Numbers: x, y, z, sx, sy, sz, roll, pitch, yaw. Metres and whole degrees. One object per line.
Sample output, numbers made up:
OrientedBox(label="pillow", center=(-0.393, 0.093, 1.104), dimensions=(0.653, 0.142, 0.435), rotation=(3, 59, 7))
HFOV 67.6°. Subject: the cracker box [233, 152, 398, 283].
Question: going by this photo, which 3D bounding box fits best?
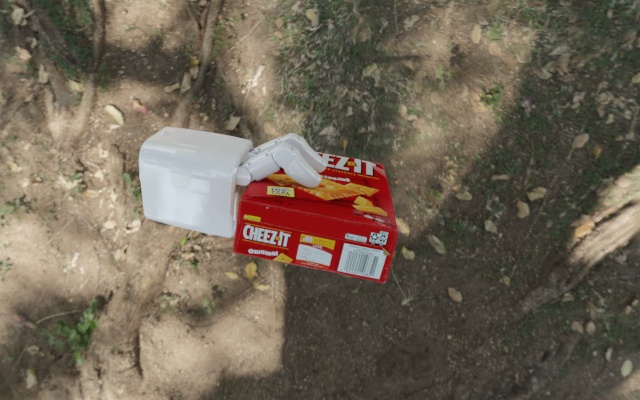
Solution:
OrientedBox(label="cracker box", center=(0.000, 0.002, 0.575), dimensions=(0.164, 0.072, 0.213), rotation=(11, 23, -1))
